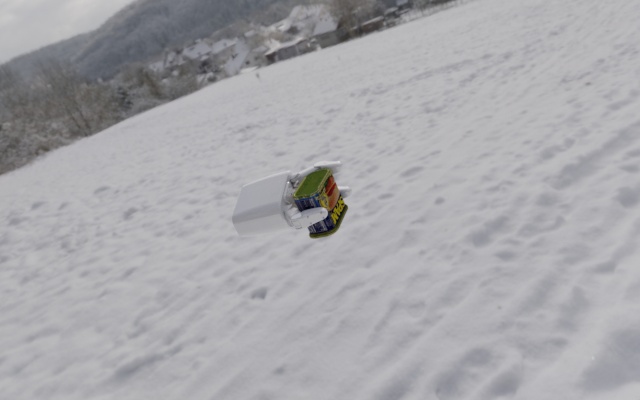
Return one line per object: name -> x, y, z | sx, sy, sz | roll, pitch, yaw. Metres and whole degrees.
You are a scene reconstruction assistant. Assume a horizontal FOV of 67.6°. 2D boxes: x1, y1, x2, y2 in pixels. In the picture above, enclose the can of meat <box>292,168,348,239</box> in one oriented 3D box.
can of meat -> 0.000, 0.002, 0.835 | 0.057, 0.084, 0.102 | -12, 26, 26
